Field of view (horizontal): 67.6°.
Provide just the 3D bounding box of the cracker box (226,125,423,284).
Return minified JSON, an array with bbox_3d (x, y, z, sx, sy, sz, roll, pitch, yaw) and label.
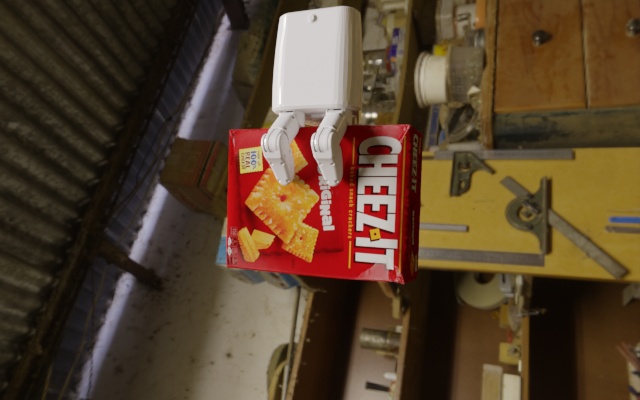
[{"bbox_3d":[0.000,0.002,0.538,0.213,0.164,0.072,2,-1,22],"label":"cracker box"}]
